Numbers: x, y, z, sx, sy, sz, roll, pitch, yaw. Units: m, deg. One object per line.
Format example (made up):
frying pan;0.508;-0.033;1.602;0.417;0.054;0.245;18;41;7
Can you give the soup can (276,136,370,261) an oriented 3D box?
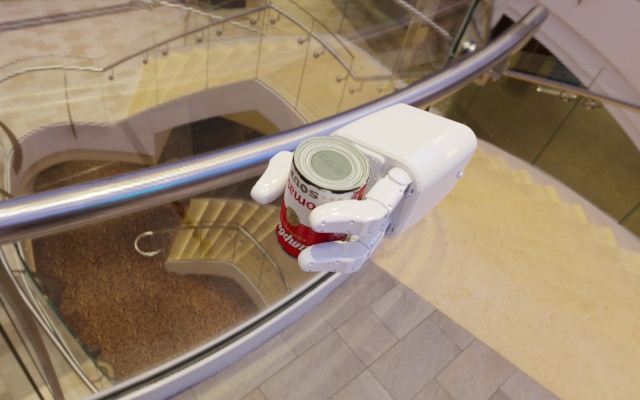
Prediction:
soup can;0.000;0.001;0.429;0.068;0.068;0.102;0;-41;-15
